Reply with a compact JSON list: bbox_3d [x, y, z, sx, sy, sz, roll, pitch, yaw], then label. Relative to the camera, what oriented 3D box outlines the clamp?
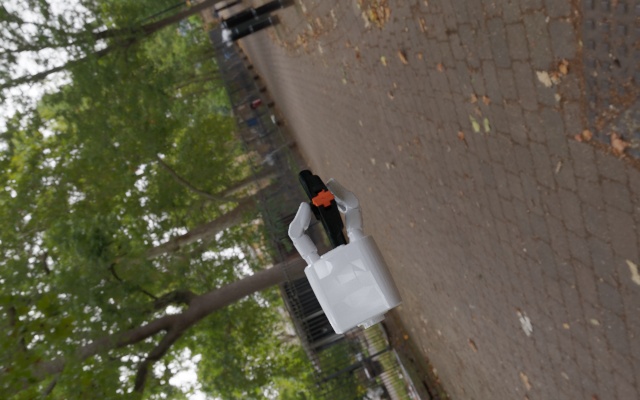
[{"bbox_3d":[-0.001,0.003,0.738,0.036,0.164,0.210,-27,-14,-3],"label":"clamp"}]
